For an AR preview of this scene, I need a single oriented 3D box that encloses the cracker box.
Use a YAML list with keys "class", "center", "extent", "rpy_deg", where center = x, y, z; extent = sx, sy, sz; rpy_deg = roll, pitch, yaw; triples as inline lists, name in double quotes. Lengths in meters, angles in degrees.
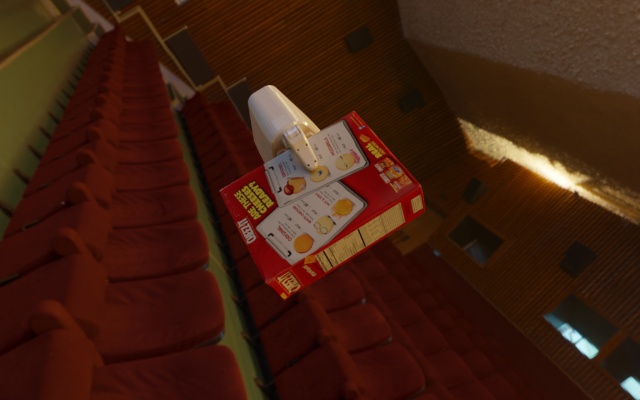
- class: "cracker box"
  center: [0.000, 0.002, 0.617]
  extent: [0.213, 0.164, 0.072]
  rpy_deg: [-32, -37, -3]
